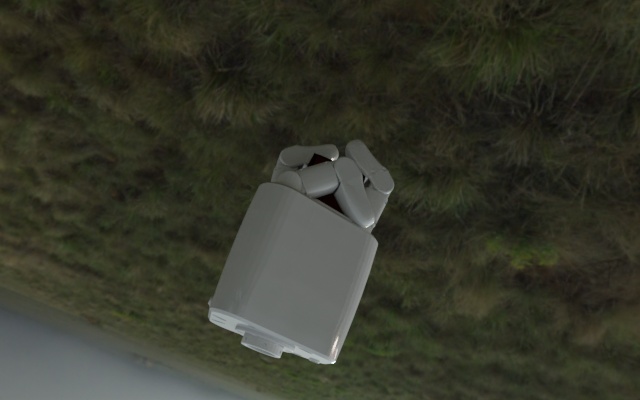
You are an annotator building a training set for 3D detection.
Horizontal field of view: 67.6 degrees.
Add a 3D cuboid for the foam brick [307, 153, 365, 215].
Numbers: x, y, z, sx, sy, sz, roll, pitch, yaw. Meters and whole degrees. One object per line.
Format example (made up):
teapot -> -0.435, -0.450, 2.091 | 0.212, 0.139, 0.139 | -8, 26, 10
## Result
foam brick -> 0.000, 0.002, 0.445 | 0.053, 0.051, 0.078 | 23, -23, -5
